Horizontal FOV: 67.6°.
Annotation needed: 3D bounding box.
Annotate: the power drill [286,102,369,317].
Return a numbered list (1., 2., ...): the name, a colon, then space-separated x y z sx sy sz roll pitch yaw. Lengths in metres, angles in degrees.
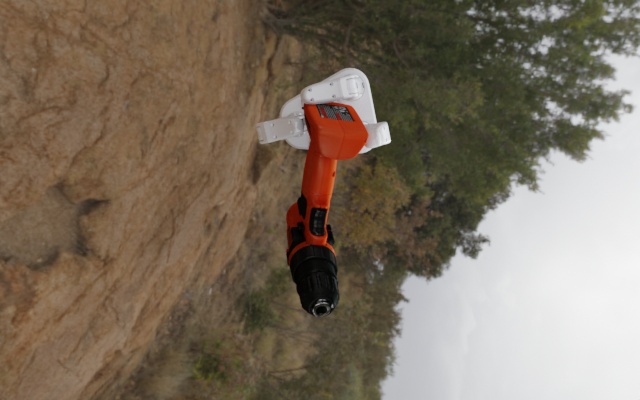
1. power drill: 0.000 0.001 0.504 0.057 0.188 0.184 5 29 -14
